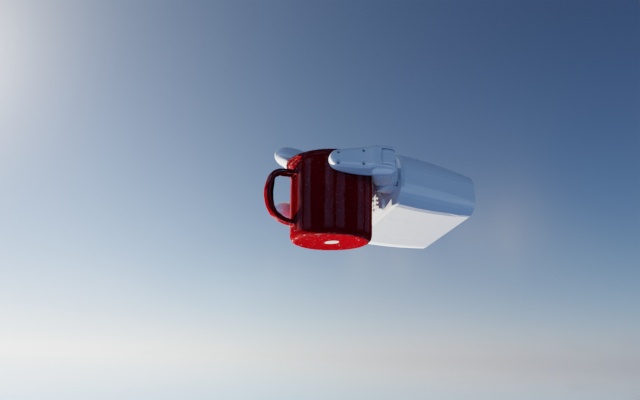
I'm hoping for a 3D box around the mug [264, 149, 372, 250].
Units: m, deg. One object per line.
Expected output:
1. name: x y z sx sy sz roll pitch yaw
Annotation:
1. mug: -0.001 0.002 0.473 0.117 0.081 0.093 10 -20 -27
